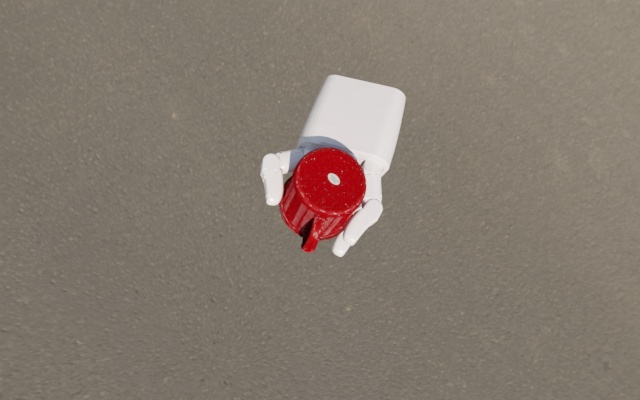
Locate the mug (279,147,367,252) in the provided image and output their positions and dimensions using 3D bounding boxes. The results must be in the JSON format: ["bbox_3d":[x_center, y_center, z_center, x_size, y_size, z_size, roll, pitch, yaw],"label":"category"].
[{"bbox_3d":[0.000,0.003,0.540,0.093,0.117,0.081,20,-23,-5],"label":"mug"}]
